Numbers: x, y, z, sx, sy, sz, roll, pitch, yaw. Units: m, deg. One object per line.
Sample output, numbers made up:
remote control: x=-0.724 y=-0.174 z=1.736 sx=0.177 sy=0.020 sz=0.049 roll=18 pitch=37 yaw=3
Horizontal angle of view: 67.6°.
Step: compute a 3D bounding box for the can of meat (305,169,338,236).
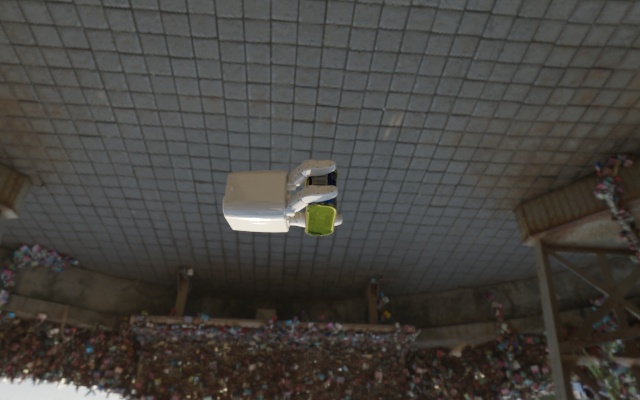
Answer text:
can of meat: x=0.000 y=0.003 z=0.850 sx=0.057 sy=0.084 sz=0.102 roll=3 pitch=-36 yaw=-3
